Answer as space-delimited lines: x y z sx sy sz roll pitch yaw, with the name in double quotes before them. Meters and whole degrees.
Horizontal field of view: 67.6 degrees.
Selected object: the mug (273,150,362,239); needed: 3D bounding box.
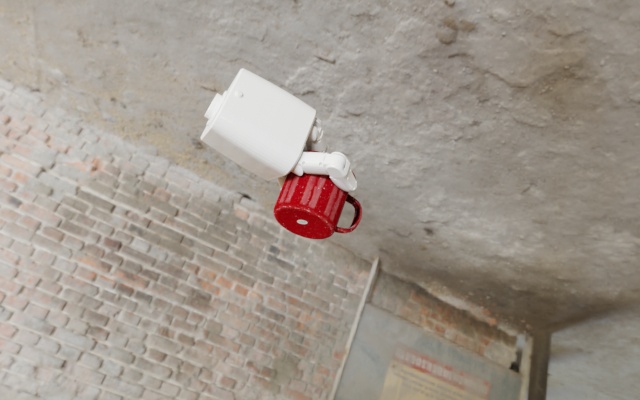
"mug" 0.001 0.003 0.613 0.117 0.081 0.093 29 -30 -16
